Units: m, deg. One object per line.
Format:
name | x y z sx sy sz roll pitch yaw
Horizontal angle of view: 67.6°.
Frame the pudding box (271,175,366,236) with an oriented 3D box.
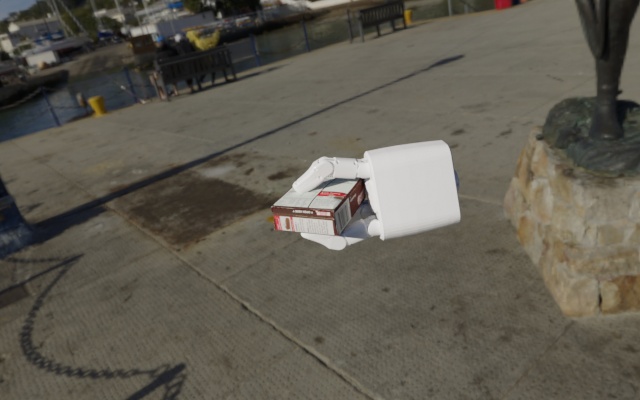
pudding box | 0.000 0.002 0.629 0.090 0.039 0.113 3 25 24
